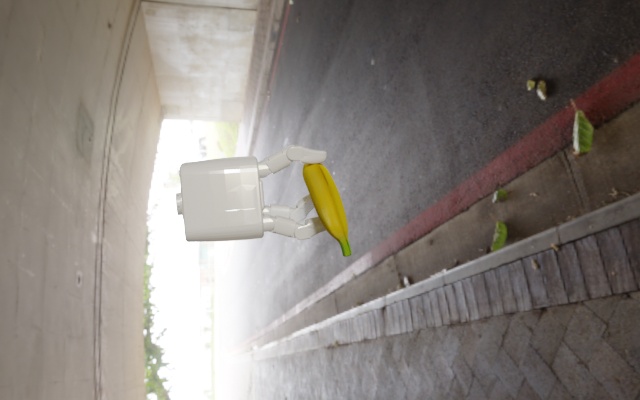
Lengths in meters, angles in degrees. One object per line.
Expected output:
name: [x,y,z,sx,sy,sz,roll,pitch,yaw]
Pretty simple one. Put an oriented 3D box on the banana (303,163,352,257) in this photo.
banana: [0.001,-0.010,0.671,0.037,0.070,0.197,-9,41,-10]
